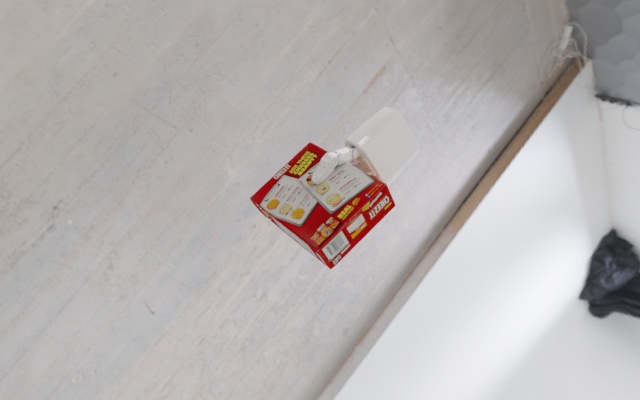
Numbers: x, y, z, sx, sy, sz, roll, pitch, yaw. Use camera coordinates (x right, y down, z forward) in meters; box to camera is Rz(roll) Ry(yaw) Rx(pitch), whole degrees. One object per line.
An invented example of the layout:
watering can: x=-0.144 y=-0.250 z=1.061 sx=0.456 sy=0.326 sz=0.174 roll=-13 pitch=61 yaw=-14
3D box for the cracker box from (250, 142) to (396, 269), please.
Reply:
cracker box: x=0.000 y=0.003 z=0.859 sx=0.213 sy=0.164 sz=0.072 roll=33 pitch=-18 yaw=43
